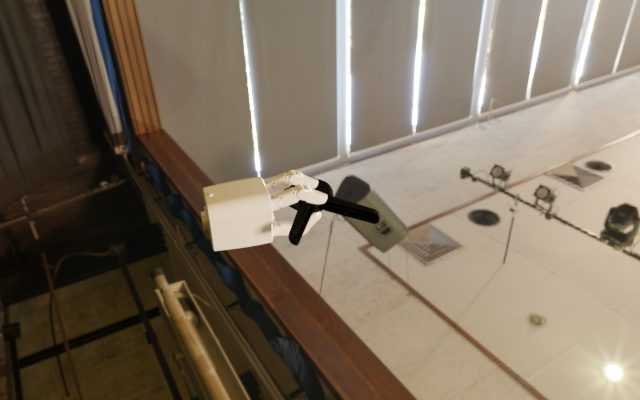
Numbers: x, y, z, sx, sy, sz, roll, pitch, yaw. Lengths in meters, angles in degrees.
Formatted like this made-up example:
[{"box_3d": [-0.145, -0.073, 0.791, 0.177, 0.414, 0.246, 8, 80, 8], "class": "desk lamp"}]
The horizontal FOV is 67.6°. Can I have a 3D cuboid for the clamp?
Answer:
[{"box_3d": [0.000, 0.003, 0.864, 0.164, 0.036, 0.210, -9, 32, -15], "class": "clamp"}]
